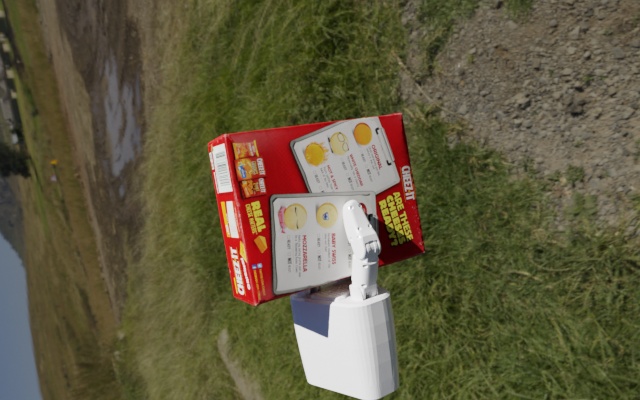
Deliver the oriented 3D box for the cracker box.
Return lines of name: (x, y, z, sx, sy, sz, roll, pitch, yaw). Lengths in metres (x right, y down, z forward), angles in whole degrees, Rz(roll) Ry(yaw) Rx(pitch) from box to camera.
cracker box: (0.000, 0.002, 0.514, 0.213, 0.164, 0.072, -12, 4, -30)
